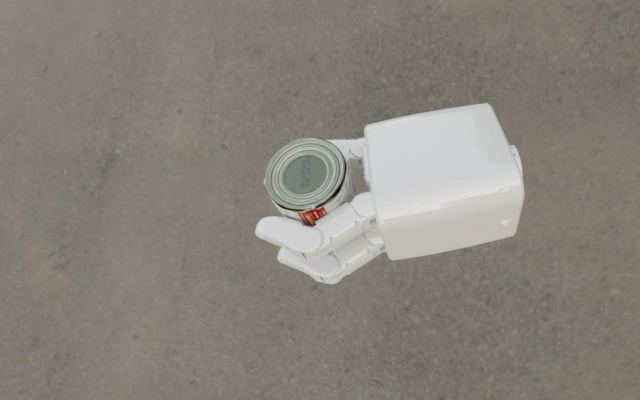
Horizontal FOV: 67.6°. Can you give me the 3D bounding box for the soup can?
[{"bbox_3d":[-0.001,0.001,0.411,0.068,0.068,0.102,0,-27,16],"label":"soup can"}]
